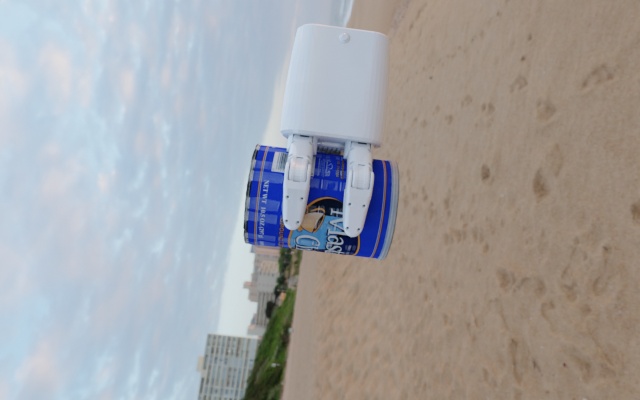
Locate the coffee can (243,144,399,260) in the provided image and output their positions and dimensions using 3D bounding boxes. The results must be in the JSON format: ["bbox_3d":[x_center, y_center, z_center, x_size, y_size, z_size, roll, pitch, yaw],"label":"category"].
[{"bbox_3d":[0.000,0.002,0.486,0.140,0.103,0.103,7,0,-2],"label":"coffee can"}]
